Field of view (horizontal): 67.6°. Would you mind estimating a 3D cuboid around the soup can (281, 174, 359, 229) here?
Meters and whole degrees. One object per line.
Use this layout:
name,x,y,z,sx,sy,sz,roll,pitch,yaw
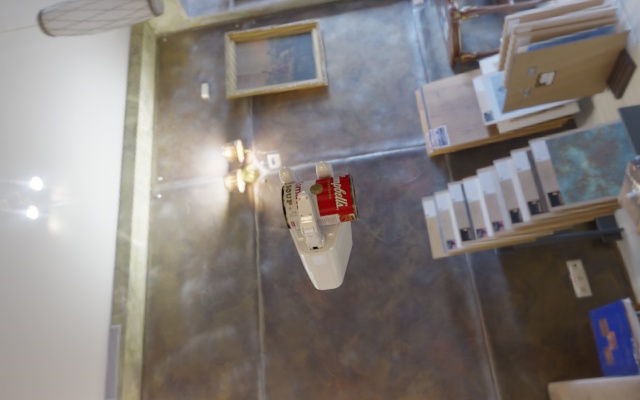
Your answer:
soup can,0.000,0.002,0.693,0.102,0.068,0.068,-9,-1,6
